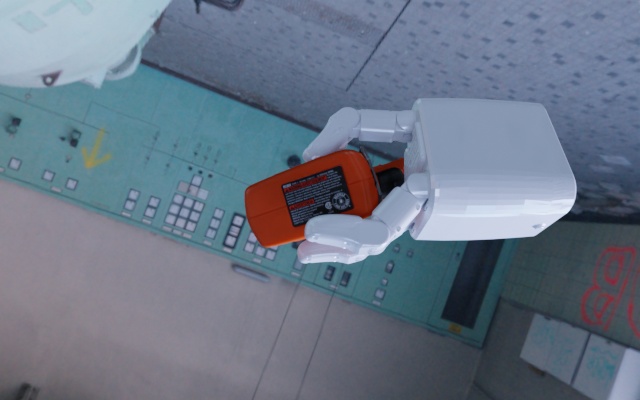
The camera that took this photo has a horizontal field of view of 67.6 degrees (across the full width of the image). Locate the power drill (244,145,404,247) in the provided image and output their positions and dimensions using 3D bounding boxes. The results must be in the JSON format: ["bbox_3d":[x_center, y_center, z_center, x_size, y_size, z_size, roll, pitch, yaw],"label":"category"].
[{"bbox_3d":[0.000,0.001,0.454,0.184,0.057,0.187,-20,-3,15],"label":"power drill"}]
